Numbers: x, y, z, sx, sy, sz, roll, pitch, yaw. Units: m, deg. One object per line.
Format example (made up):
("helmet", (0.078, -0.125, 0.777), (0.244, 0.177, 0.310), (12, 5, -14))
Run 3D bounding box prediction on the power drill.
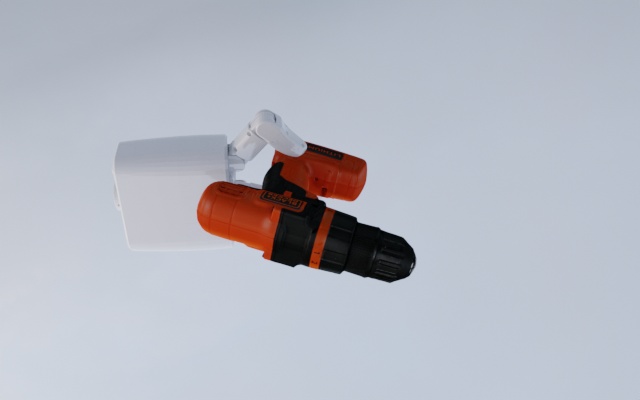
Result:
("power drill", (0.000, 0.001, 0.456), (0.184, 0.057, 0.187), (17, 22, 3))
